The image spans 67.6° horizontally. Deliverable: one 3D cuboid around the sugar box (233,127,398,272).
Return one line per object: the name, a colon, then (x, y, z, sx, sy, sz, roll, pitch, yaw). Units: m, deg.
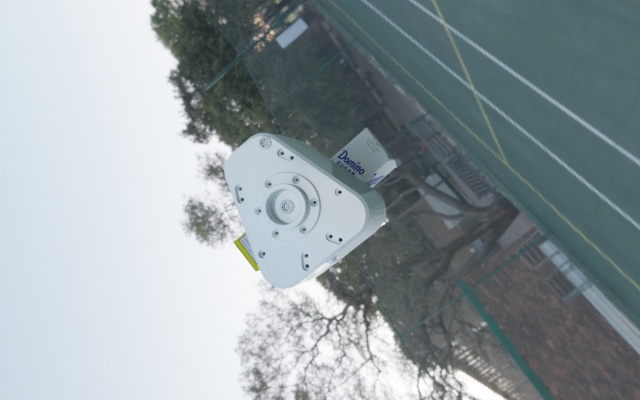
sugar box: (0.000, 0.002, 0.503, 0.176, 0.048, 0.093, -38, -8, 10)
